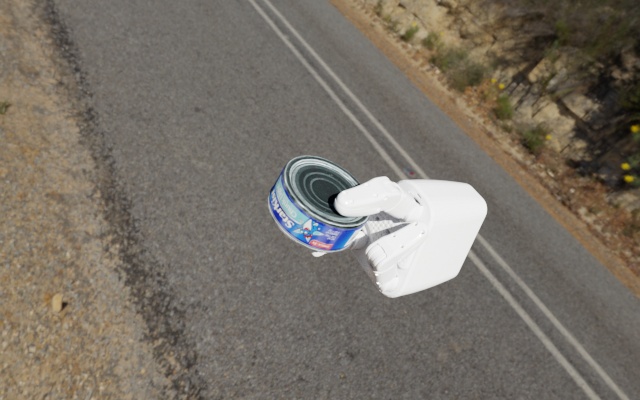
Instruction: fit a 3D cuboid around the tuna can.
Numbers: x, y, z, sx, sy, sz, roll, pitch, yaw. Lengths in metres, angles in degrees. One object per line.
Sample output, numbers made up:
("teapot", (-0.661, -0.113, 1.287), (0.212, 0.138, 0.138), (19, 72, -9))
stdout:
("tuna can", (0.000, 0.001, 0.411), (0.086, 0.086, 0.034), (0, -42, -37))
